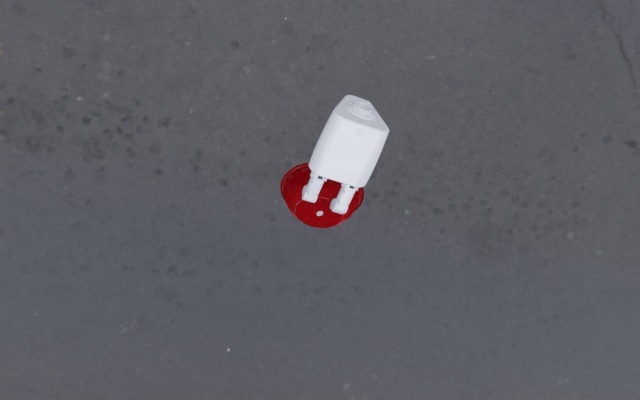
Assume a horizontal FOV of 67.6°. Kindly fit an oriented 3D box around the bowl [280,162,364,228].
[{"bbox_3d":[0.000,0.004,0.897,0.162,0.055,0.162,5,-41,4],"label":"bowl"}]
